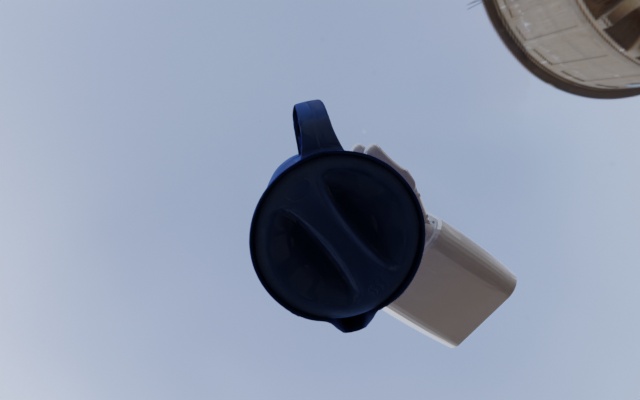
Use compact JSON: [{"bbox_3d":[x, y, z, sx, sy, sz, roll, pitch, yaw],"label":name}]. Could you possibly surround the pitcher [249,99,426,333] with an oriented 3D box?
[{"bbox_3d":[0.000,0.002,0.465,0.145,0.149,0.243,31,4,-10],"label":"pitcher"}]
